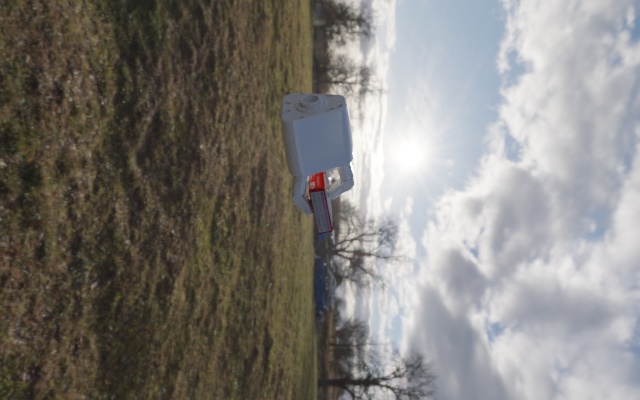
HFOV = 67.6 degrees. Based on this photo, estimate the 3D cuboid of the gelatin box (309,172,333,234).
[{"bbox_3d":[0.001,0.003,0.850,0.030,0.089,0.073,-10,27,5],"label":"gelatin box"}]
